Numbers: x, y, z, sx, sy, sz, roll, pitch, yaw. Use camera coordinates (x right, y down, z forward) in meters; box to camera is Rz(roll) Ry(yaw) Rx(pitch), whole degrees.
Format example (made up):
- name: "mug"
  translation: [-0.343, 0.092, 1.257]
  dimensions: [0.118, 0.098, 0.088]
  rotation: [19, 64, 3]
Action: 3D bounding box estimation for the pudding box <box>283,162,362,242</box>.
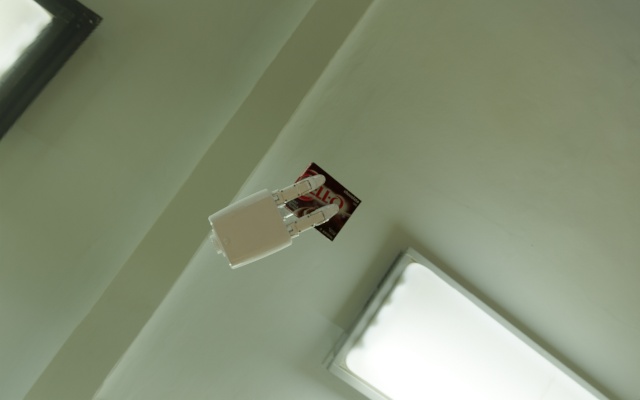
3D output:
- name: "pudding box"
  translation: [0.000, 0.003, 0.828]
  dimensions: [0.113, 0.090, 0.039]
  rotation: [39, -9, -10]
